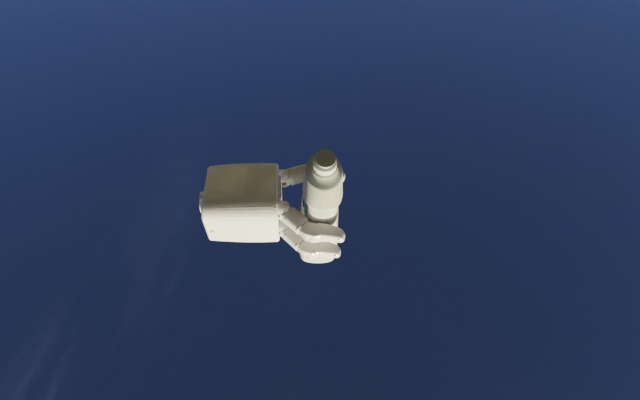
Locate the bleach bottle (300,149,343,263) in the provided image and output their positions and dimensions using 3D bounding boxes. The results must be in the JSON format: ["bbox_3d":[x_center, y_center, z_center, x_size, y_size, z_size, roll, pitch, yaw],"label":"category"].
[{"bbox_3d":[0.000,0.002,0.708,0.068,0.102,0.251,0,-30,-3],"label":"bleach bottle"}]
